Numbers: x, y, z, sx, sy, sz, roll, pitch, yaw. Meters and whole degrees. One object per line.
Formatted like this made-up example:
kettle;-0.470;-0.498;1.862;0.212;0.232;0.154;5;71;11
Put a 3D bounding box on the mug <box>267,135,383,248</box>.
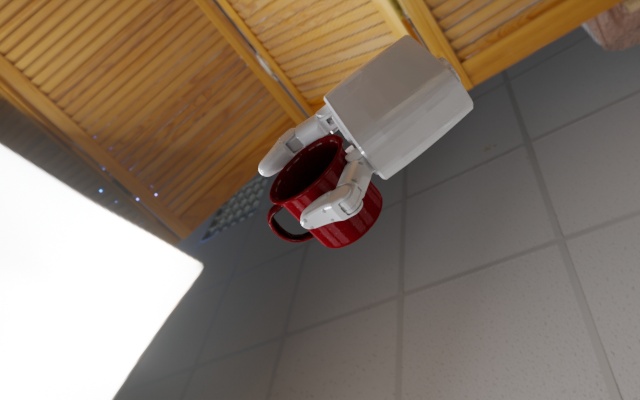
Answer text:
mug;-0.001;0.003;0.488;0.117;0.081;0.093;-38;26;11
